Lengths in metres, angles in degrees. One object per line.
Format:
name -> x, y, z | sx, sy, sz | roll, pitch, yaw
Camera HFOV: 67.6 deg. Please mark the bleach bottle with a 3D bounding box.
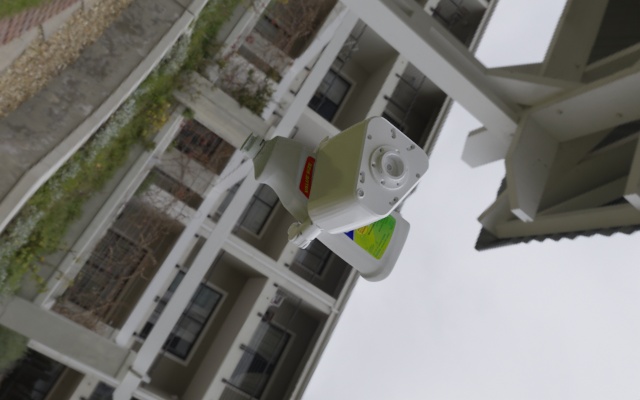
bleach bottle -> 0.000, 0.002, 0.634 | 0.251, 0.102, 0.068 | 36, -23, -17
